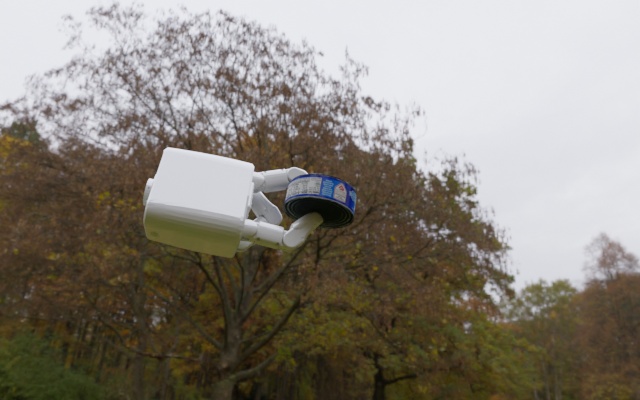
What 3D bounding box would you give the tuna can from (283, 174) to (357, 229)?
[{"bbox_3d":[0.000,0.001,0.575,0.086,0.033,0.086,8,-25,4],"label":"tuna can"}]
